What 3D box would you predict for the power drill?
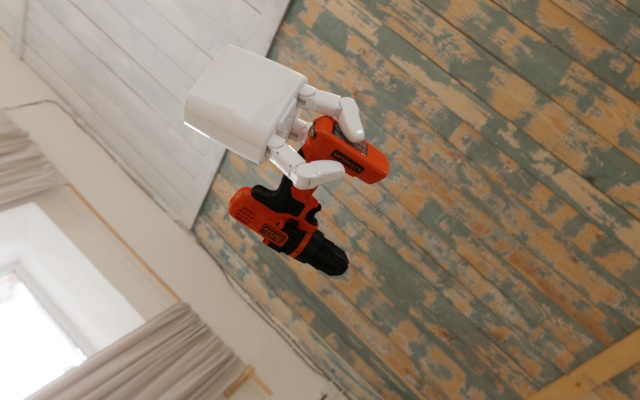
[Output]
[{"bbox_3d":[0.000,0.001,0.604,0.184,0.188,0.057,33,29,-16],"label":"power drill"}]
